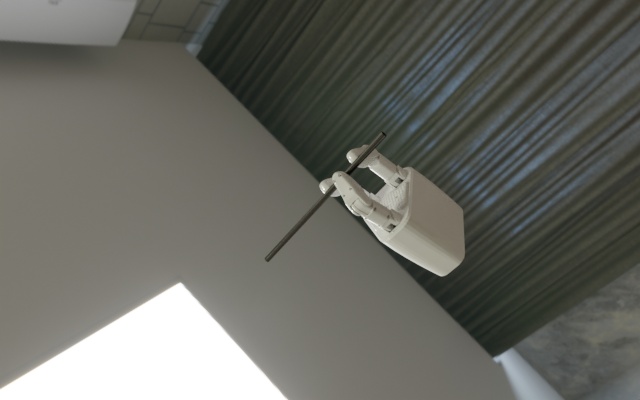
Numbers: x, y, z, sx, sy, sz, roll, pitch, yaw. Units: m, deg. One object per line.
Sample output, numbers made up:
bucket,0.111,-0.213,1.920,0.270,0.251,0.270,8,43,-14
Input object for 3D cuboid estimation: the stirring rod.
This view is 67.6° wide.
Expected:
stirring rod,0.000,0.002,0.609,0.240,0.011,0.011,-47,-25,25
